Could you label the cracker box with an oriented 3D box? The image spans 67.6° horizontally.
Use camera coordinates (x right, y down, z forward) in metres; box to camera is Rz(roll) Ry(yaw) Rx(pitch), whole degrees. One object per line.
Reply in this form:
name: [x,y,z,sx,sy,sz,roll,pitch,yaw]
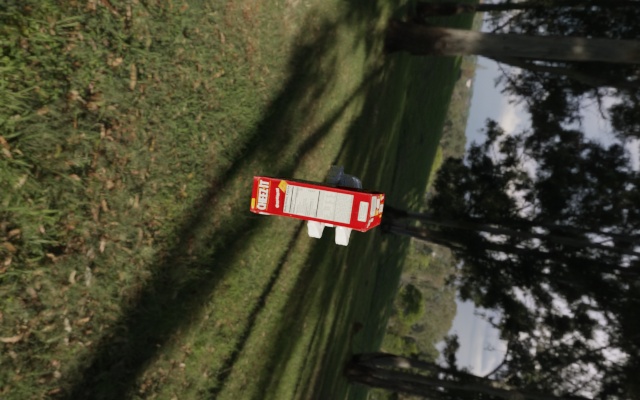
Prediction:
cracker box: [0.000,0.003,0.886,0.213,0.072,0.164,9,4,14]
